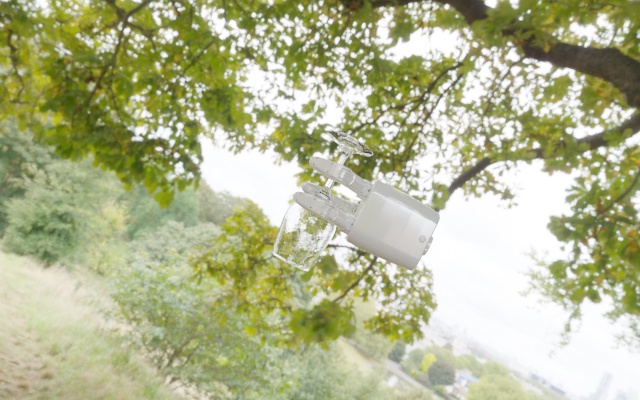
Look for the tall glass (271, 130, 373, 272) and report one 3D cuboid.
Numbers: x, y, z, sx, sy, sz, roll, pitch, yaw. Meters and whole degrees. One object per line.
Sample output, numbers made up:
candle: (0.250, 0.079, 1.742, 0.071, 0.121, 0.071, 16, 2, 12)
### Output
tall glass: (0.000, 0.002, 0.704, 0.079, 0.201, 0.079, 27, -5, 3)
